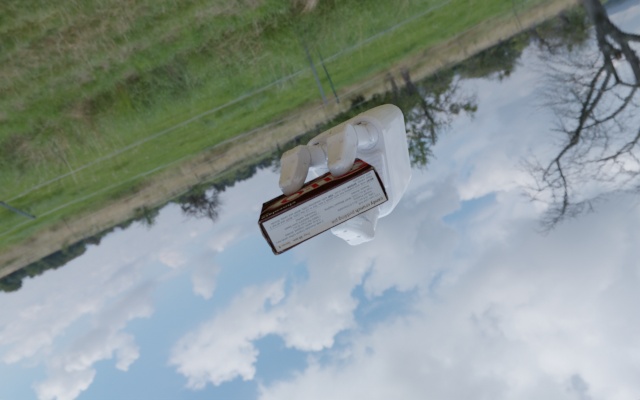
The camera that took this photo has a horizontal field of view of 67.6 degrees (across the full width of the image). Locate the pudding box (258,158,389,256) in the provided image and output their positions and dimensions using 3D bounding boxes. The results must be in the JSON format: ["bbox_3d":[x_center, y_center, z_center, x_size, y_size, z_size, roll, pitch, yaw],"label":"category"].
[{"bbox_3d":[0.000,0.002,0.447,0.113,0.039,0.090,-28,10,1],"label":"pudding box"}]
